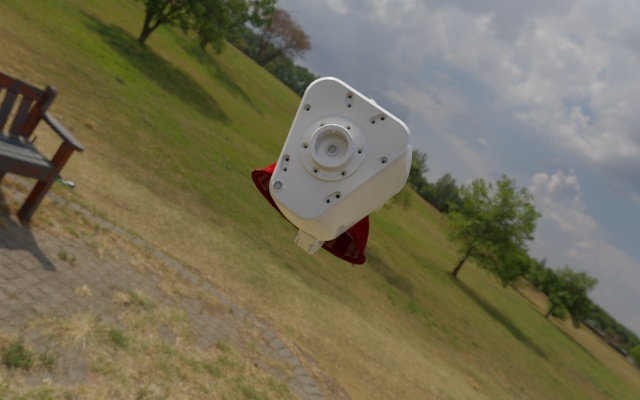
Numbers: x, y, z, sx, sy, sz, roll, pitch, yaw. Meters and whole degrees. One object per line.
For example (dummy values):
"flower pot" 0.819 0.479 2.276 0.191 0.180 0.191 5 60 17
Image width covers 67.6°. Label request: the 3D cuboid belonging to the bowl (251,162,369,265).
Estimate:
"bowl" 0.000 0.002 0.544 0.162 0.055 0.162 36 -16 12
